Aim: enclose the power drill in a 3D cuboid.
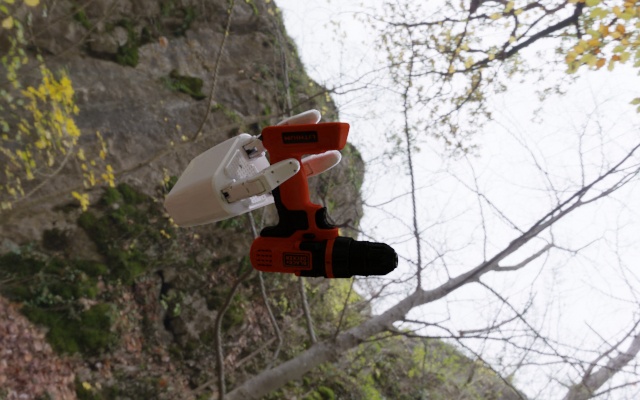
[{"bbox_3d":[0.000,0.001,0.572,0.184,0.187,0.057,0,7,14],"label":"power drill"}]
